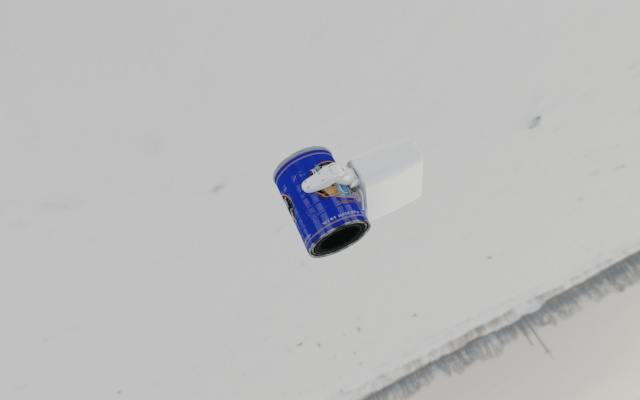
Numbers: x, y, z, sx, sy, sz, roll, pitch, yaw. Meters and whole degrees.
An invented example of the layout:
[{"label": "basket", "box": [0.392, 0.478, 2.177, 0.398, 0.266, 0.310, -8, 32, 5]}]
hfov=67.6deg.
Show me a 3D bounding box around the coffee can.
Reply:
[{"label": "coffee can", "box": [0.000, 0.002, 0.735, 0.103, 0.140, 0.103, -23, -24, -11]}]
